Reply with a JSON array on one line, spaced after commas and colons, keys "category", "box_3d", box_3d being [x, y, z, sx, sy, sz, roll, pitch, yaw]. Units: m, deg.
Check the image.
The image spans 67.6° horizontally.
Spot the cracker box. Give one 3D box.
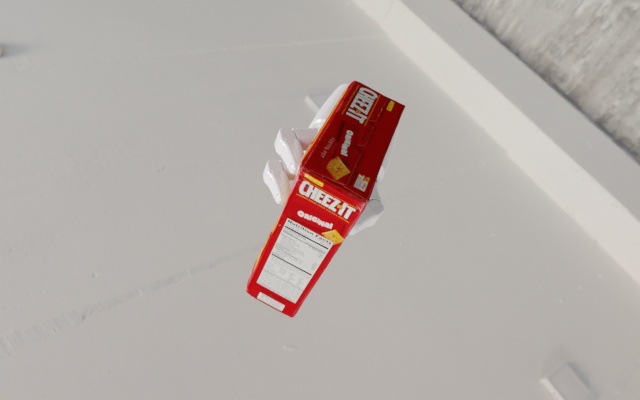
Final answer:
[{"category": "cracker box", "box_3d": [0.000, 0.002, 0.519, 0.072, 0.164, 0.214, 27, -45, -1]}]
